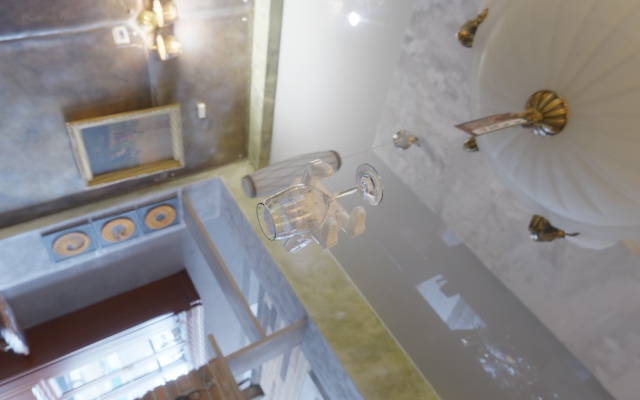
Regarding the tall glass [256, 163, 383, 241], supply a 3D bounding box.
[{"bbox_3d":[0.001,0.002,0.768,0.201,0.079,0.079,-20,9,-28],"label":"tall glass"}]
